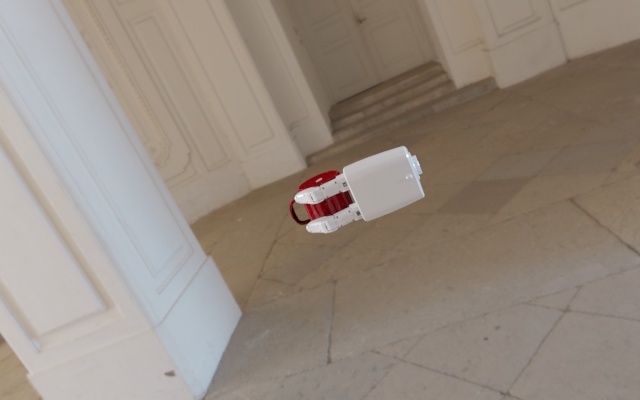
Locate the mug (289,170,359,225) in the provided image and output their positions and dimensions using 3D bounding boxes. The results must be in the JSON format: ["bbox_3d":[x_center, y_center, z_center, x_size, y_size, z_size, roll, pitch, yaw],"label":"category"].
[{"bbox_3d":[-0.001,0.003,0.852,0.117,0.081,0.093,-22,15,11],"label":"mug"}]
